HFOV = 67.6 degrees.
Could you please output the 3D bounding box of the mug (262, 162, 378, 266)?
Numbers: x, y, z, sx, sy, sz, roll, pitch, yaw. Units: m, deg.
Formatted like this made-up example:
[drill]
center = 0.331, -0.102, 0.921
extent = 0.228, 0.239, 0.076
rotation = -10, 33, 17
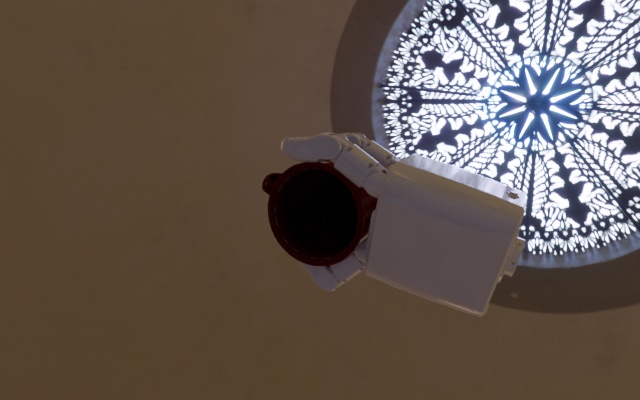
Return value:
[mug]
center = -0.001, 0.001, 0.454
extent = 0.117, 0.093, 0.081
rotation = 22, 19, 20
